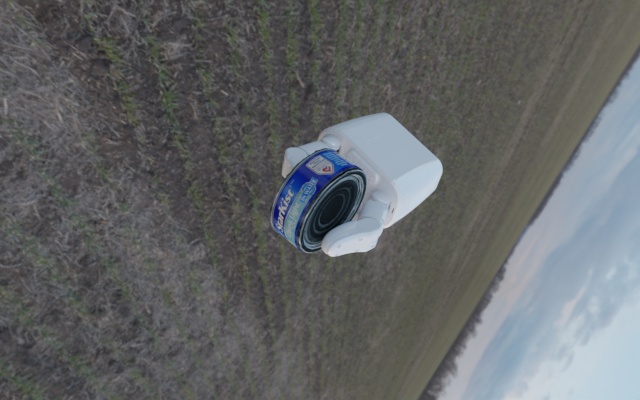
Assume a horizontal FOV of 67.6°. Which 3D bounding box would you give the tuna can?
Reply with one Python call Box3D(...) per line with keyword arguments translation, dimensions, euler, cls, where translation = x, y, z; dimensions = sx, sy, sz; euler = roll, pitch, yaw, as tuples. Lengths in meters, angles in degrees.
Box3D(translation=(0.000, 0.002, 0.400), dimensions=(0.033, 0.086, 0.086), euler=(37, 18, 26), cls="tuna can")
